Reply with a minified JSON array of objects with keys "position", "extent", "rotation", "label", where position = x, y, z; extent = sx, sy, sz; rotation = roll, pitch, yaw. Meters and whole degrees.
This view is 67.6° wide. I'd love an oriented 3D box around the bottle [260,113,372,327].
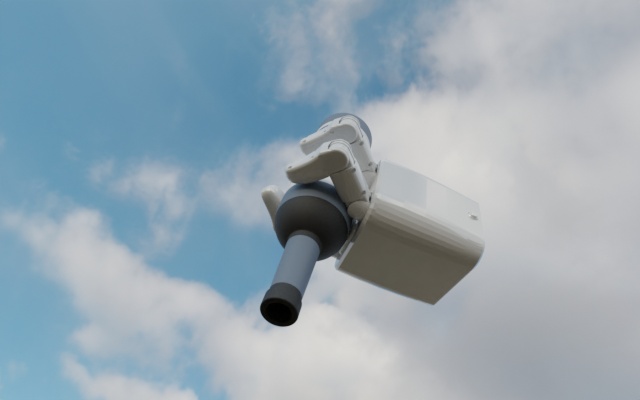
[{"position":[0.000,0.001,0.448],"extent":[0.069,0.069,0.295],"rotation":[0,31,13],"label":"bottle"}]
